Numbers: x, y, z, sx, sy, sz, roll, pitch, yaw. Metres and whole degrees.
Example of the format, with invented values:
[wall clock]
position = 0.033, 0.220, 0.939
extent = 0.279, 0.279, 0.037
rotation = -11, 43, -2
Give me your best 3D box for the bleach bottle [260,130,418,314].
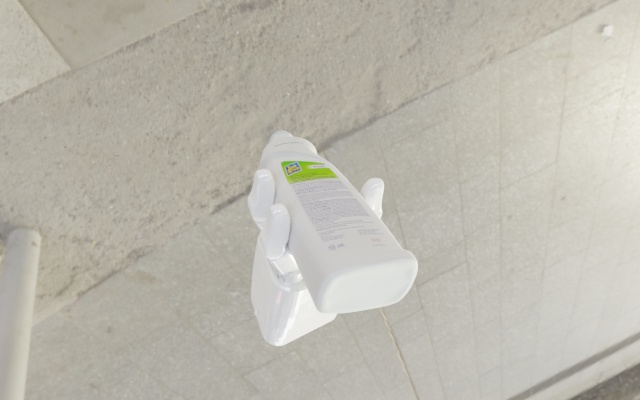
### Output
[bleach bottle]
position = 0.000, 0.002, 0.515
extent = 0.102, 0.068, 0.250
rotation = -4, 40, -23
